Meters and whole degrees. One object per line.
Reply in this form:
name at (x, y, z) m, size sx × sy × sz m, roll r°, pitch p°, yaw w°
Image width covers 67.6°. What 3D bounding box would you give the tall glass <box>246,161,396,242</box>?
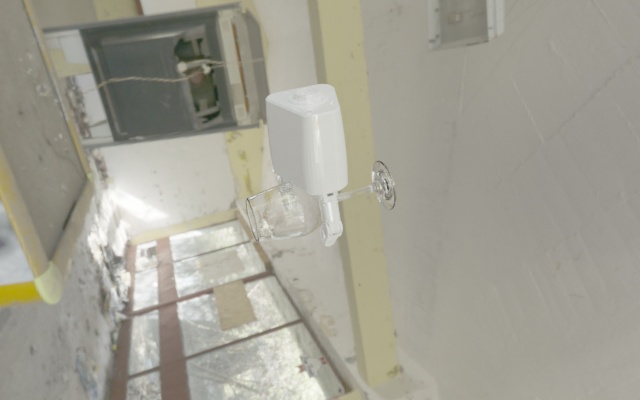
tall glass at (0.001, 0.002, 0.669) m, size 0.201 × 0.079 × 0.079 m, roll -15°, pitch 4°, yaw -15°
